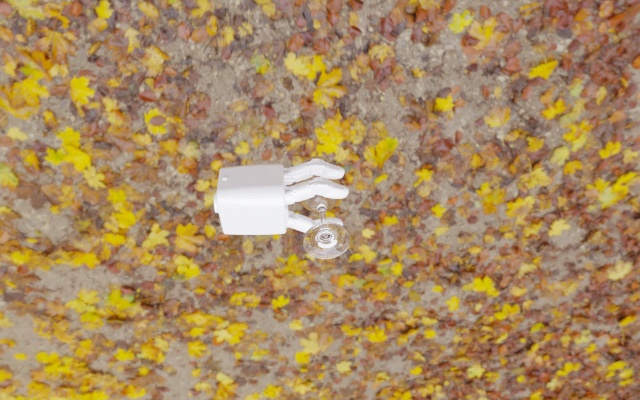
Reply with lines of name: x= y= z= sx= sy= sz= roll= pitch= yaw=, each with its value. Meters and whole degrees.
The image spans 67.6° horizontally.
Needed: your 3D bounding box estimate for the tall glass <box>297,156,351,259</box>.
tall glass: x=0.000 y=0.003 z=0.807 sx=0.079 sy=0.079 sz=0.201 roll=0 pitch=37 yaw=-6
